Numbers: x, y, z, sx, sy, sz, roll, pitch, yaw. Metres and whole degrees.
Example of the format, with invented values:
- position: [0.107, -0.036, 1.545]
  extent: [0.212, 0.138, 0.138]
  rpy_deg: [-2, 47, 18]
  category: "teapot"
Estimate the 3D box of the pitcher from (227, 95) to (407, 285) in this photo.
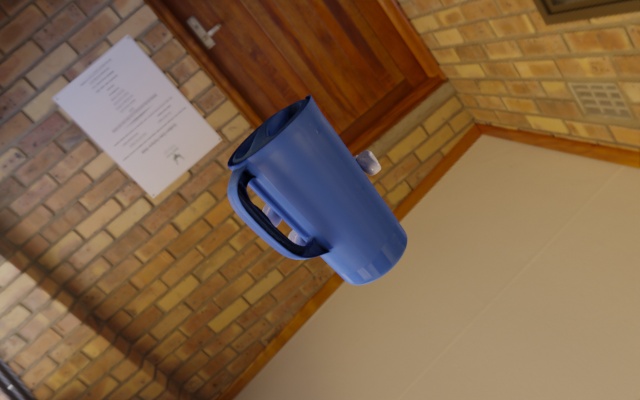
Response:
- position: [0.000, 0.002, 0.617]
  extent: [0.149, 0.243, 0.145]
  rpy_deg: [-38, 20, 7]
  category: "pitcher"
